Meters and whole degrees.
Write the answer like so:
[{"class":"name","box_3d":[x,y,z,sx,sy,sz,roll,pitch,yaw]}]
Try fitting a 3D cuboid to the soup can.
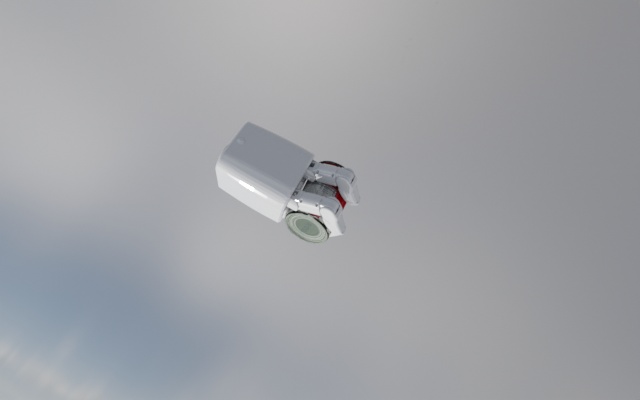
[{"class":"soup can","box_3d":[0.000,0.003,0.678,0.068,0.102,0.069,19,-36,14]}]
